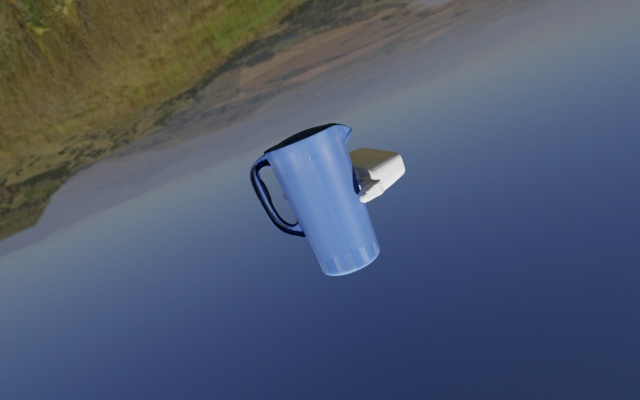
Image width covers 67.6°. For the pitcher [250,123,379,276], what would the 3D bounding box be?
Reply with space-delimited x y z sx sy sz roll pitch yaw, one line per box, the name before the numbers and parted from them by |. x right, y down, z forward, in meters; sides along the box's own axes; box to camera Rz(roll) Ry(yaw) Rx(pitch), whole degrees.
pitcher | 0.000 0.003 0.806 0.149 0.243 0.145 -10 17 46
